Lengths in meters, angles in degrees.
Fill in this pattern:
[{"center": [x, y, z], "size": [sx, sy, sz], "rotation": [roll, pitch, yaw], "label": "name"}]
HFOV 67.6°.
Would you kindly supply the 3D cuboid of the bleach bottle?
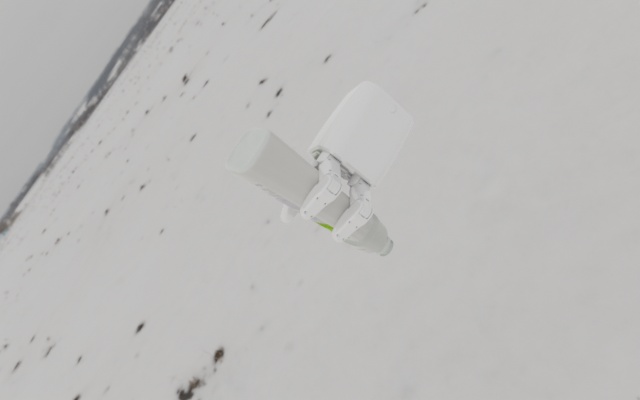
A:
[{"center": [0.000, 0.002, 0.636], "size": [0.251, 0.068, 0.102], "rotation": [36, -7, -28], "label": "bleach bottle"}]
